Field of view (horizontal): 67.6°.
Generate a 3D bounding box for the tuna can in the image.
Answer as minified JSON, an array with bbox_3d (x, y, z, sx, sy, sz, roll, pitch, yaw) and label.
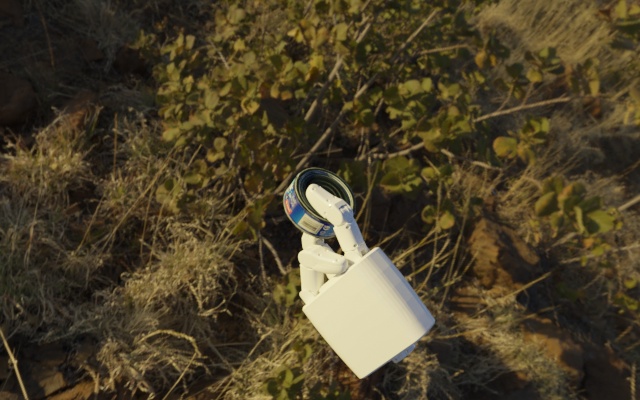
[{"bbox_3d":[0.000,0.002,0.583,0.086,0.086,0.034,0,-36,-33],"label":"tuna can"}]
